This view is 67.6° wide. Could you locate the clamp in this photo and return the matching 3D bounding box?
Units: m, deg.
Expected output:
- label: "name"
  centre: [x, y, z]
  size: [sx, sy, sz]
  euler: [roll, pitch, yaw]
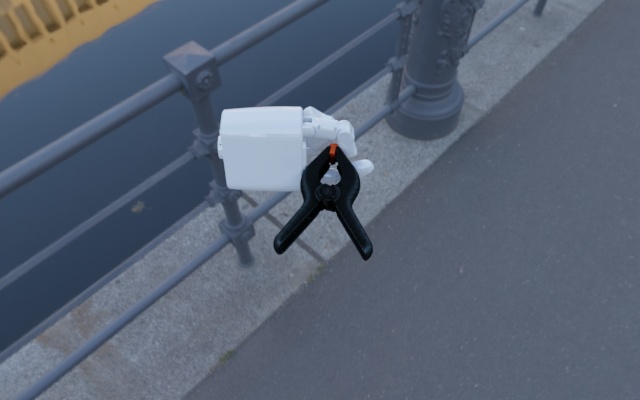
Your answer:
- label: "clamp"
  centre: [0.000, 0.002, 0.614]
  size: [0.120, 0.171, 0.039]
  euler: [-1, -35, -3]
